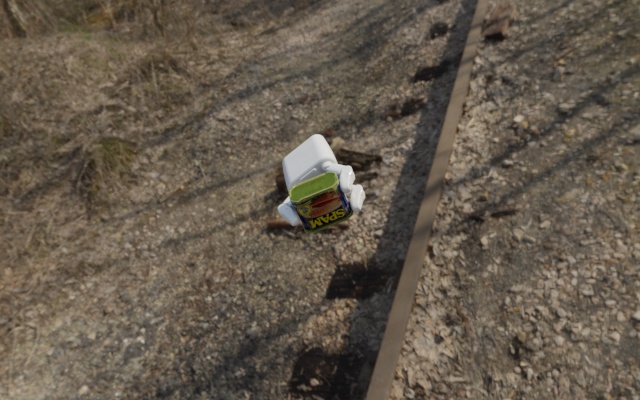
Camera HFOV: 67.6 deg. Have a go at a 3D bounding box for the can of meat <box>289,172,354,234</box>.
[{"bbox_3d":[0.000,0.003,0.897,0.102,0.084,0.057,-22,38,5],"label":"can of meat"}]
